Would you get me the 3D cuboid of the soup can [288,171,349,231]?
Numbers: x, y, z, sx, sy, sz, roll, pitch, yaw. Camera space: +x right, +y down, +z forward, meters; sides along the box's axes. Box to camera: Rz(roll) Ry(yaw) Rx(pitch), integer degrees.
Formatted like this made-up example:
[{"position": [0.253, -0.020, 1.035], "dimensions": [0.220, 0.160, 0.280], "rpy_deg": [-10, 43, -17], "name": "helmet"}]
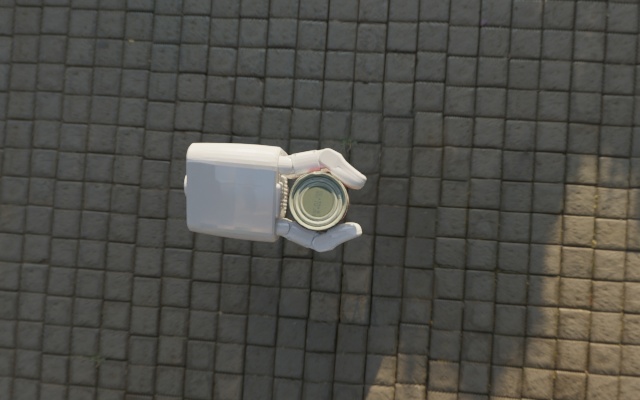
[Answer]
[{"position": [0.001, 0.002, 0.573], "dimensions": [0.068, 0.068, 0.102], "rpy_deg": [0, -1, 4], "name": "soup can"}]
